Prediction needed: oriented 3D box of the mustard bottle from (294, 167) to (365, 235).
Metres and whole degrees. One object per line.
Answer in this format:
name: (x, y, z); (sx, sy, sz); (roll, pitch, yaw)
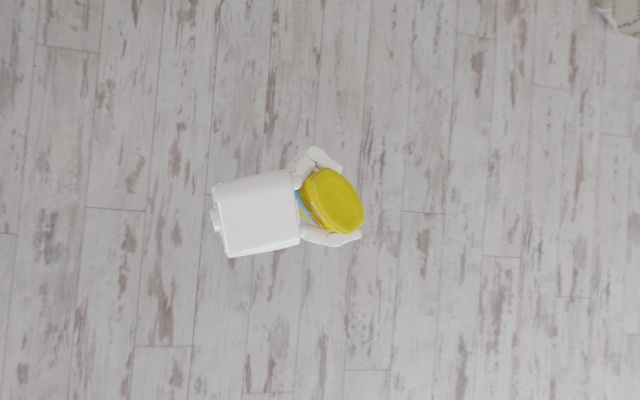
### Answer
mustard bottle: (0.000, 0.002, 0.733); (0.058, 0.096, 0.191); (-38, 9, -13)
